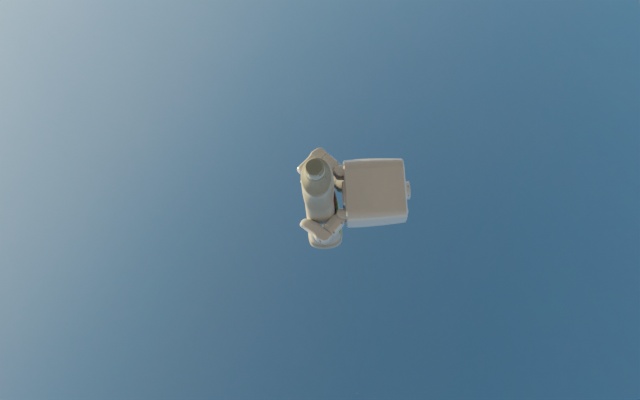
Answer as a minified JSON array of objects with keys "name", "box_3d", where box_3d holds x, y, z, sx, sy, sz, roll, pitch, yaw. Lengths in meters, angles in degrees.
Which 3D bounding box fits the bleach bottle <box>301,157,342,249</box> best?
[{"name":"bleach bottle","box_3d":[0.000,0.003,0.848,0.068,0.102,0.251,-4,-22,3]}]
